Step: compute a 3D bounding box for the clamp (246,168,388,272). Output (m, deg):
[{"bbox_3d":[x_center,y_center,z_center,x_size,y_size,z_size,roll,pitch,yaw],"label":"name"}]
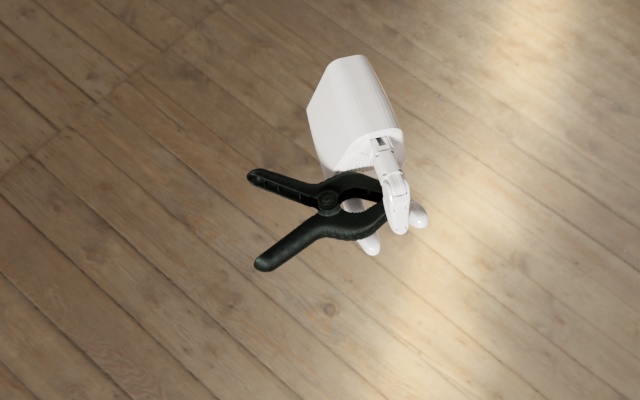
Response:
[{"bbox_3d":[0.000,0.001,0.514,0.171,0.120,0.039,-14,-23,-9],"label":"clamp"}]
